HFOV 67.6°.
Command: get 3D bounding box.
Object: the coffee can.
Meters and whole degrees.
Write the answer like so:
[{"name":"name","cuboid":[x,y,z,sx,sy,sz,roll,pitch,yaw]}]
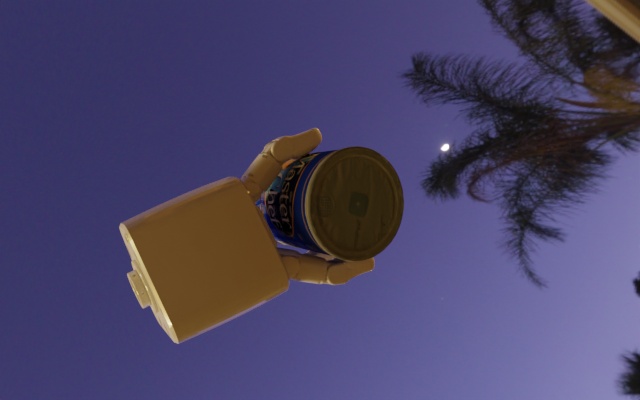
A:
[{"name":"coffee can","cuboid":[0.000,0.001,0.483,0.103,0.103,0.140,0,1,-29]}]
